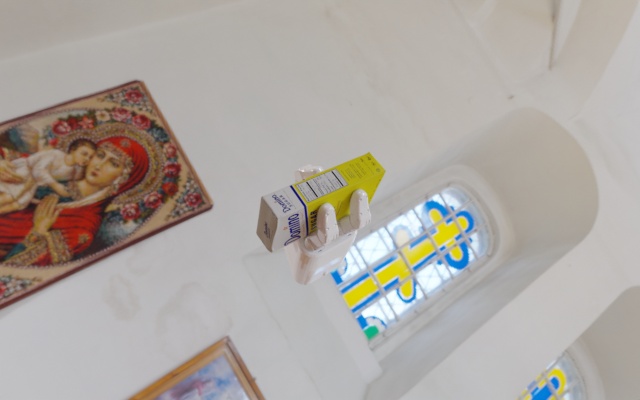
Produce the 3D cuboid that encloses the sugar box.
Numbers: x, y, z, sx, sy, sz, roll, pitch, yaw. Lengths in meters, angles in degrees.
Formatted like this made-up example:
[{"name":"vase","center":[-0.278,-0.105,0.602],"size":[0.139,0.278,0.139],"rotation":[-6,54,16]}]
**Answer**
[{"name":"sugar box","center":[0.000,0.003,0.656],"size":[0.176,0.048,0.093],"rotation":[-27,-25,-27]}]
